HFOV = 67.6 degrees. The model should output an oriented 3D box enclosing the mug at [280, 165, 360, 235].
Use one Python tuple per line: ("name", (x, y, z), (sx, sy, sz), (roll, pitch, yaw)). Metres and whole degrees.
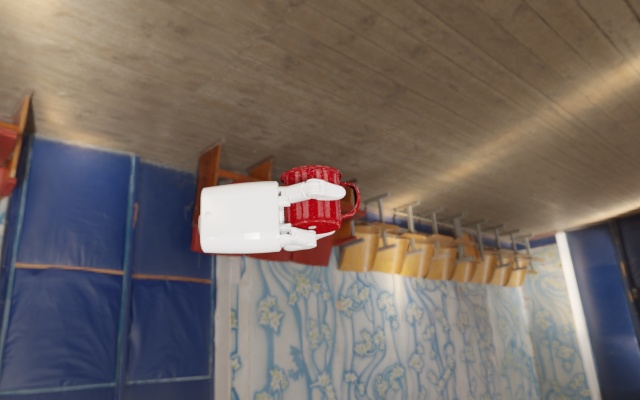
("mug", (0.002, 0.002, 0.705), (0.117, 0.081, 0.093), (-3, -18, -1))
